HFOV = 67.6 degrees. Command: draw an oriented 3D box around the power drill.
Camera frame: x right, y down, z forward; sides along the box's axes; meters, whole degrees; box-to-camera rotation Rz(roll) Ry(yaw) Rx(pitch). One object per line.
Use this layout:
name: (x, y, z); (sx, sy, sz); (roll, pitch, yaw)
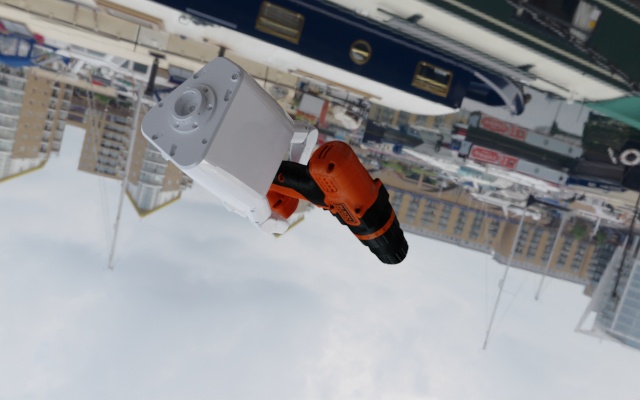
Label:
power drill: (0.000, 0.002, 0.557); (0.187, 0.057, 0.184); (8, -36, 42)
